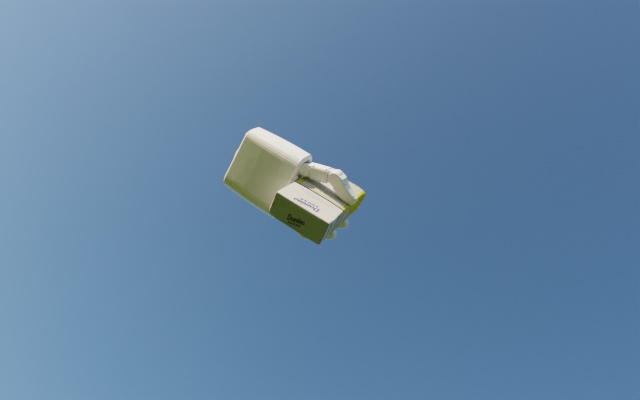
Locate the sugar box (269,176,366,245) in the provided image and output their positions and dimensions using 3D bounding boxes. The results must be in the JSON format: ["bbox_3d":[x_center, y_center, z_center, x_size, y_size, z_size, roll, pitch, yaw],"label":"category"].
[{"bbox_3d":[0.000,0.003,0.756,0.093,0.048,0.176,31,28,12],"label":"sugar box"}]
